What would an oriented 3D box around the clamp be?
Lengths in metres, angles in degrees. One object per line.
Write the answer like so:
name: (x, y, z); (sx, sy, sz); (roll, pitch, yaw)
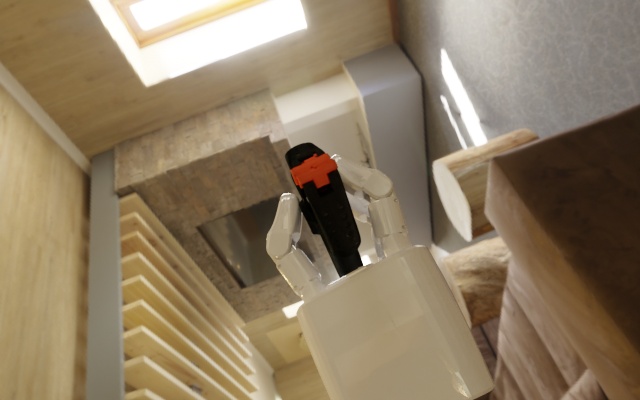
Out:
clamp: (-0.001, 0.002, 0.404); (0.036, 0.164, 0.210); (-26, -24, -3)
